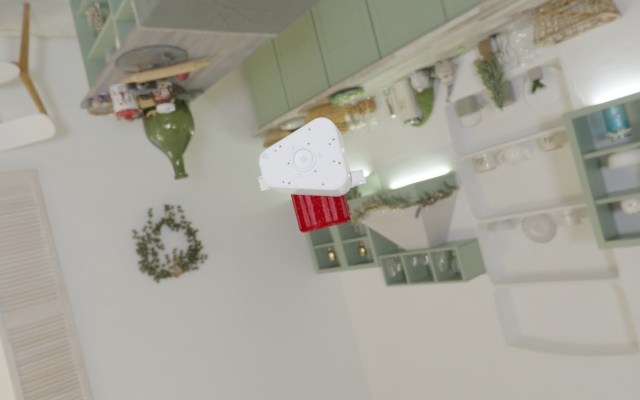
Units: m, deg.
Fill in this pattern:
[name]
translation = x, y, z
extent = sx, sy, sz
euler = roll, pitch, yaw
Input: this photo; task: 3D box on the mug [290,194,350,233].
[mug]
translation = 0.000, 0.003, 0.751
extent = 0.093, 0.081, 0.117
euler = -15, -4, 6
